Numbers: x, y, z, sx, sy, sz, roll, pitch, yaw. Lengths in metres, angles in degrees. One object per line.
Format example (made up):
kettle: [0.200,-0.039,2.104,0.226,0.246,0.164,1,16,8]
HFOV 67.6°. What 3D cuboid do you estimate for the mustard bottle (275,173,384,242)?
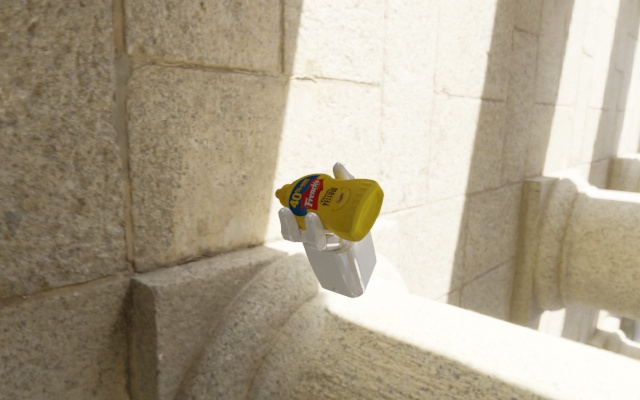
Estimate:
mustard bottle: [0.000,0.002,0.755,0.191,0.096,0.058,11,-25,40]
